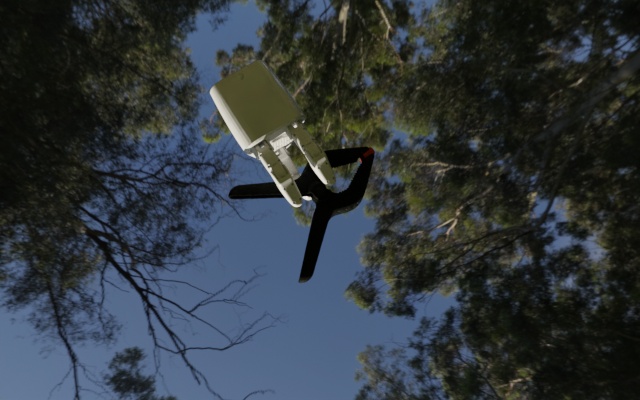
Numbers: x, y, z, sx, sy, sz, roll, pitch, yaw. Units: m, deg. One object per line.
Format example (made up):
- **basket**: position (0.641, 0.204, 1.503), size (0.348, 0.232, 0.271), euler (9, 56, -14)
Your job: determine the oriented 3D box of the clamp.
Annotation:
- **clamp**: position (0.000, 0.002, 0.675), size (0.210, 0.164, 0.036), euler (-32, -5, -11)
